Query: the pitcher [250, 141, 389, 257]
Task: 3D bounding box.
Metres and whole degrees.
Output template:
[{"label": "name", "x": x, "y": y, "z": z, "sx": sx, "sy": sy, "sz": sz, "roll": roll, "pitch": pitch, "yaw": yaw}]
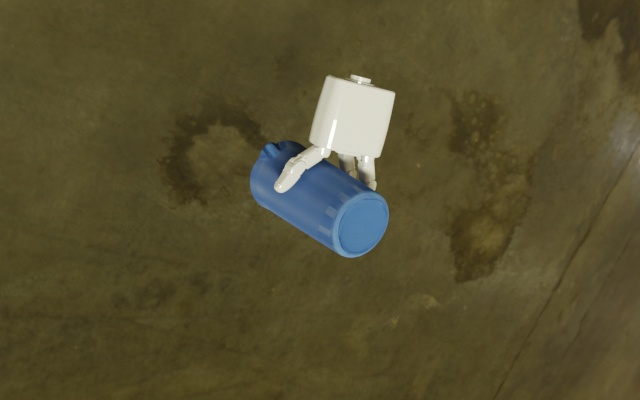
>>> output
[{"label": "pitcher", "x": 0.000, "y": 0.002, "z": 0.792, "sx": 0.149, "sy": 0.145, "sz": 0.242, "roll": 4, "pitch": 19, "yaw": -38}]
